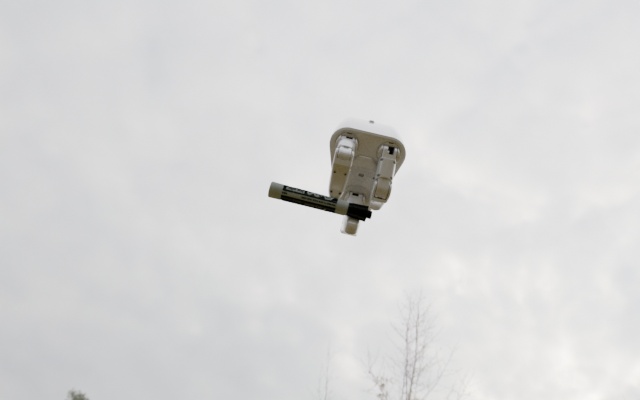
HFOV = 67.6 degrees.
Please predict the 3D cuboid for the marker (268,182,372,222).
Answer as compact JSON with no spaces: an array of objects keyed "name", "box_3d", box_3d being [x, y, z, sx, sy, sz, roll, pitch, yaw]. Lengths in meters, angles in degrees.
[{"name":"marker","box_3d":[0.000,0.002,0.549,0.121,0.020,0.020,14,0,2]}]
